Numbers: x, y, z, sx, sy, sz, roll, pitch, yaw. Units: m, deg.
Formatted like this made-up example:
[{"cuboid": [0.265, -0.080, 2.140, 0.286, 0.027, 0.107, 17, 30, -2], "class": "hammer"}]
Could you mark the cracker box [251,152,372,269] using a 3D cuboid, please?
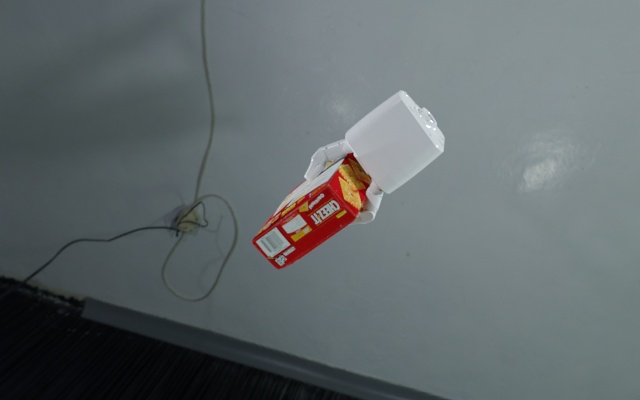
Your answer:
[{"cuboid": [0.000, 0.002, 0.779, 0.164, 0.072, 0.213, -36, 9, 26], "class": "cracker box"}]
